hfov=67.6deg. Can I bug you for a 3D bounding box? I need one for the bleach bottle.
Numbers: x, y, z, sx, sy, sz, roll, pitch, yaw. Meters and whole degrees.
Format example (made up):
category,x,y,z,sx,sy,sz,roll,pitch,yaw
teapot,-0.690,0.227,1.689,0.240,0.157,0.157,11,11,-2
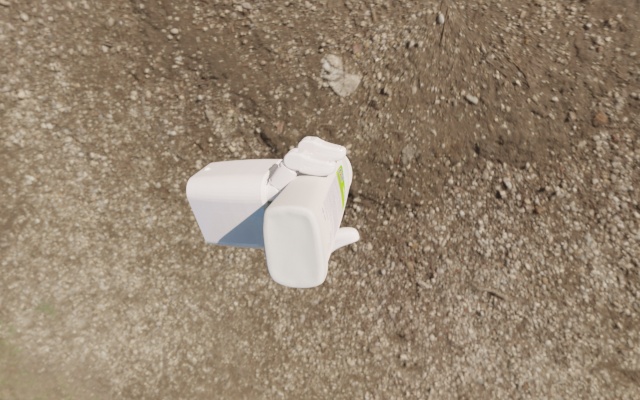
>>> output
category,x,y,z,sx,sy,sz,roll,pitch,yaw
bleach bottle,0.000,0.002,0.610,0.068,0.103,0.250,1,23,15
